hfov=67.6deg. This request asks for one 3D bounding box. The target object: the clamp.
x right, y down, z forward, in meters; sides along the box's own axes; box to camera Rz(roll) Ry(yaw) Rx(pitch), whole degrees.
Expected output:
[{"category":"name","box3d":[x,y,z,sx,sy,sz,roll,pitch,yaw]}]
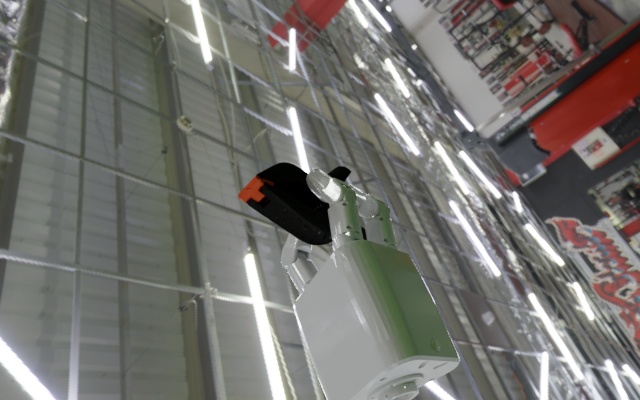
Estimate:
[{"category":"clamp","box3d":[-0.001,0.002,0.495,0.210,0.164,0.036,22,-58,-44]}]
